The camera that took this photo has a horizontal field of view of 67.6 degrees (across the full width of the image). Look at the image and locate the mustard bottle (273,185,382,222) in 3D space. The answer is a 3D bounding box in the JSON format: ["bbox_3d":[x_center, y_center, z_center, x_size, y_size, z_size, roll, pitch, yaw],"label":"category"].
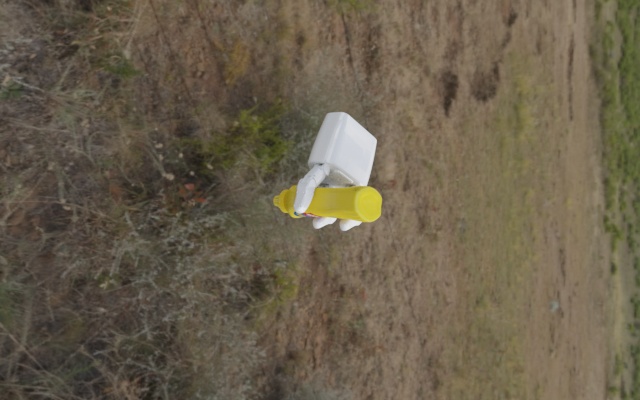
[{"bbox_3d":[0.000,0.003,0.814,0.191,0.058,0.096,2,-3,32],"label":"mustard bottle"}]
